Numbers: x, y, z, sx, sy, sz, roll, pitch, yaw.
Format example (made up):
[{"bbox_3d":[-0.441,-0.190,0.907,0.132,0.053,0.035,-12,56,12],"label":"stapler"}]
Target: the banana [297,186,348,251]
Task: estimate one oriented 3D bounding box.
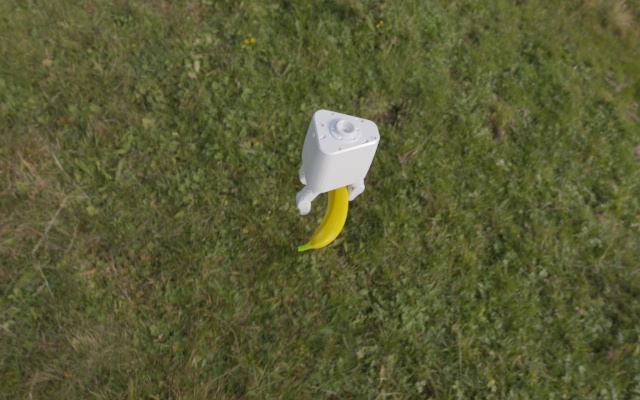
[{"bbox_3d":[0.017,0.011,0.881,0.069,0.197,0.037,17,-32,4],"label":"banana"}]
